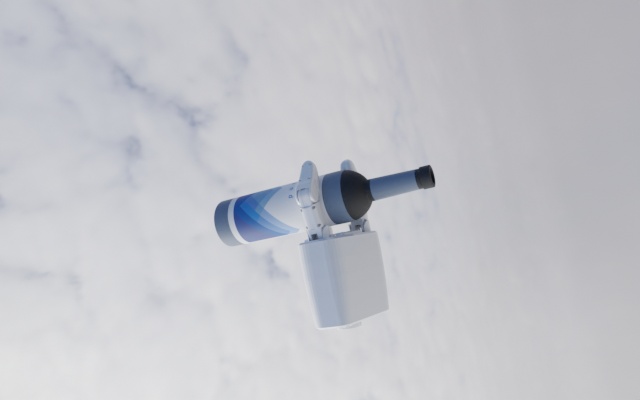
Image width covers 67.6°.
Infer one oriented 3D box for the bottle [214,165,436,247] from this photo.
[{"bbox_3d":[0.000,0.002,0.617,0.296,0.069,0.069,-13,-6,24],"label":"bottle"}]
